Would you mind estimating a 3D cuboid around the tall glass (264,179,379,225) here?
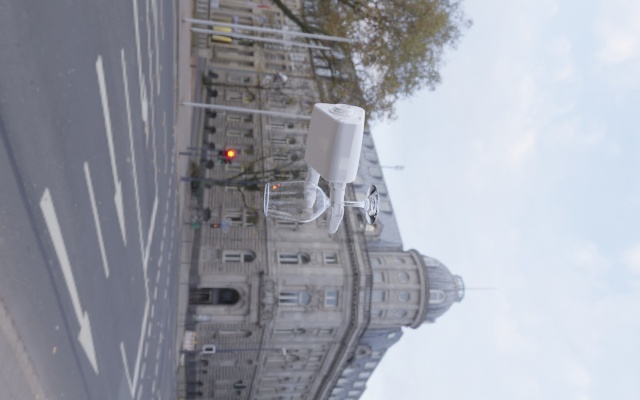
[{"bbox_3d":[0.001,0.003,0.869,0.201,0.079,0.079,3,-1,-12],"label":"tall glass"}]
